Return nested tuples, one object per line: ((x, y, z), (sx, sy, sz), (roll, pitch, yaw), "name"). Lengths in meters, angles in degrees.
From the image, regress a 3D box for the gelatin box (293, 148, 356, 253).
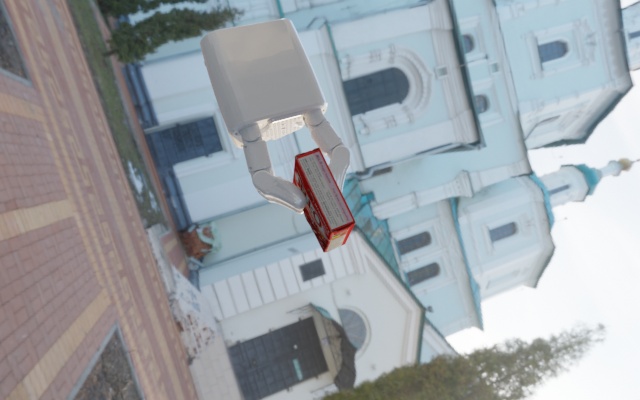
((0.001, 0.002, 0.493), (0.030, 0.089, 0.073), (-22, -18, -14), "gelatin box")
